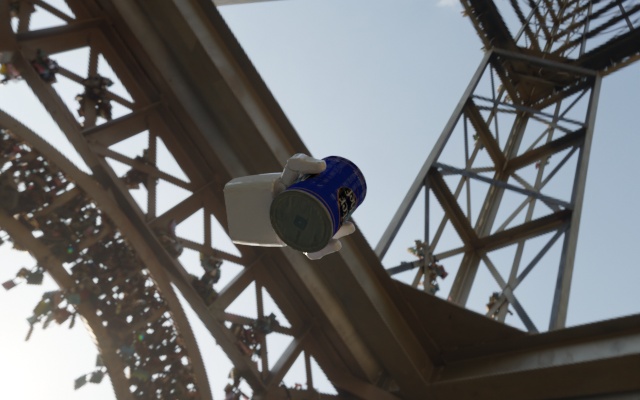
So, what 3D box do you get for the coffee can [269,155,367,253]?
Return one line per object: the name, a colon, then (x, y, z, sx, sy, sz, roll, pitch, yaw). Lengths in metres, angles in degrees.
coffee can: (0.000, 0.002, 0.745, 0.103, 0.103, 0.140, 0, 26, 29)
